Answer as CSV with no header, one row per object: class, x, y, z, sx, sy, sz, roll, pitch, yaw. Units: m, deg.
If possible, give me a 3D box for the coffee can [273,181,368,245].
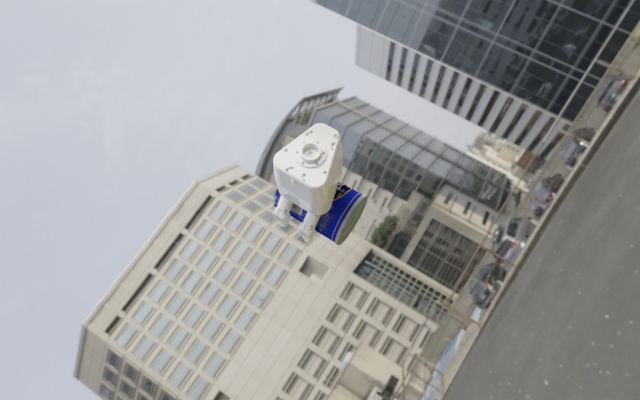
coffee can,0.000,0.003,0.873,0.140,0.103,0.103,30,8,13
